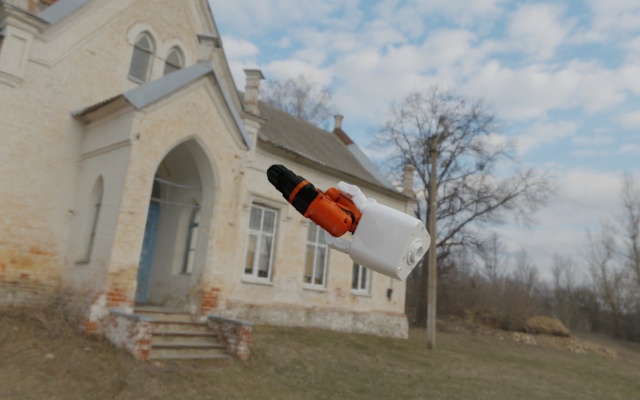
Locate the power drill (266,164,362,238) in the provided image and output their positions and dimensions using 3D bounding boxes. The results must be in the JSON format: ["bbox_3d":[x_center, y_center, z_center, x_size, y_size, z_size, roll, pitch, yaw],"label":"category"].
[{"bbox_3d":[0.001,0.003,0.894,0.184,0.057,0.187,41,12,20],"label":"power drill"}]
